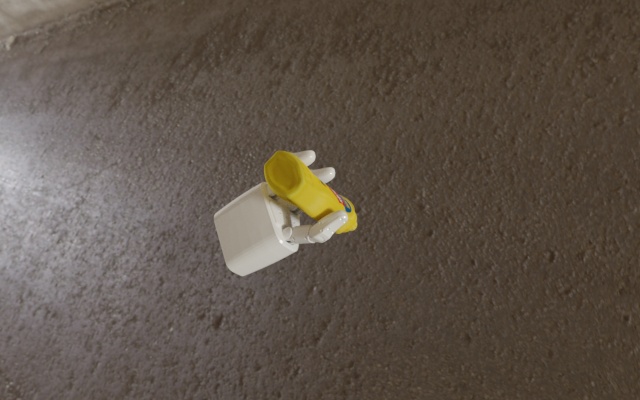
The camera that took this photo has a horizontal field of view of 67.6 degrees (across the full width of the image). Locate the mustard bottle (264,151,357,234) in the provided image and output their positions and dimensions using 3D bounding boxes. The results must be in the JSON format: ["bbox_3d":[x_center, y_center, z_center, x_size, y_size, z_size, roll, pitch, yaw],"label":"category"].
[{"bbox_3d":[0.000,0.002,0.726,0.192,0.058,0.096,38,6,-46],"label":"mustard bottle"}]
